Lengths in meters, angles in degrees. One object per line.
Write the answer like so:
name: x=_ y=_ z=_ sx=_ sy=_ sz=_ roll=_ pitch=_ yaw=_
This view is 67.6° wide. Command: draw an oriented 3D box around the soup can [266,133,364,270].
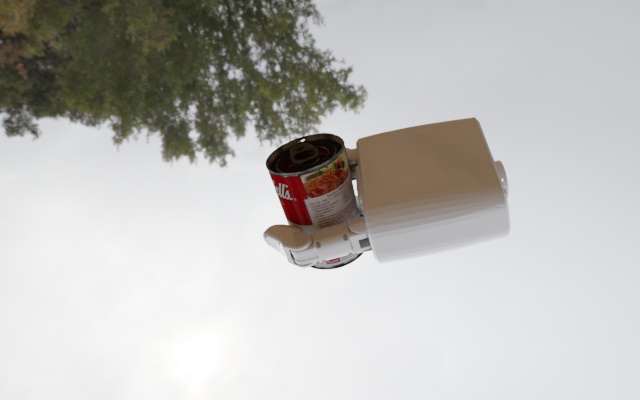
soup can: x=0.000 y=0.002 z=0.420 sx=0.068 sy=0.102 sz=0.068 roll=-13 pitch=31 yaw=8
